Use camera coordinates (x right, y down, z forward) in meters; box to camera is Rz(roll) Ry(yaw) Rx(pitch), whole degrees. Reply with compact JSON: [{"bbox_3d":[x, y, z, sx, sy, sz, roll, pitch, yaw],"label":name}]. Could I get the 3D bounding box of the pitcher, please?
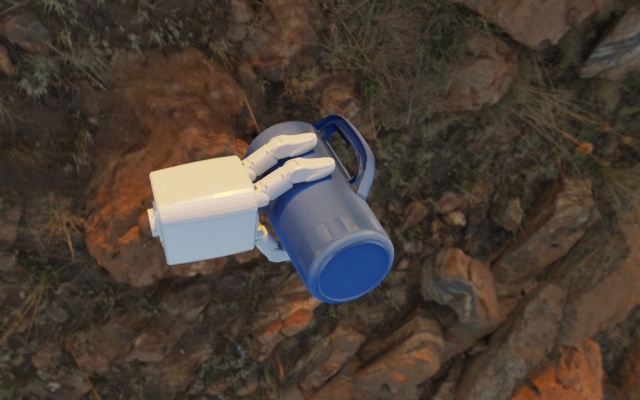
[{"bbox_3d":[0.000,0.002,0.609,0.145,0.149,0.242,-12,40,-18],"label":"pitcher"}]
